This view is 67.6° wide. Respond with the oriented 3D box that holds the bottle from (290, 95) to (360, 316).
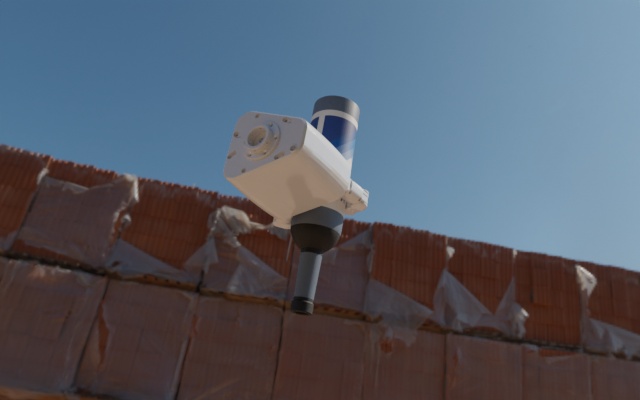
[{"bbox_3d":[0.000,0.002,0.630,0.069,0.295,0.069,9,-23,4],"label":"bottle"}]
